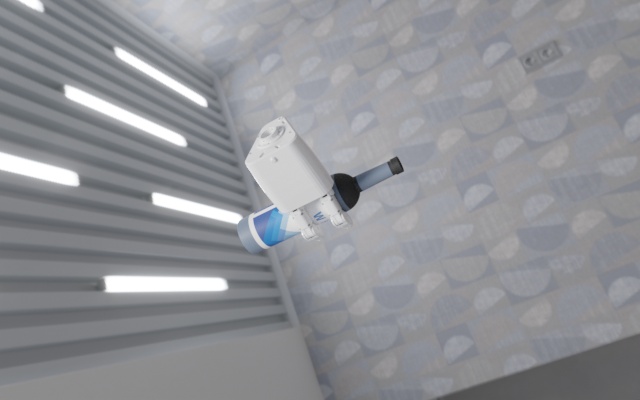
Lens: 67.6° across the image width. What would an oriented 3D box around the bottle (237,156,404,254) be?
[{"bbox_3d":[0.000,0.003,0.801,0.296,0.069,0.069,-26,-8,16],"label":"bottle"}]
